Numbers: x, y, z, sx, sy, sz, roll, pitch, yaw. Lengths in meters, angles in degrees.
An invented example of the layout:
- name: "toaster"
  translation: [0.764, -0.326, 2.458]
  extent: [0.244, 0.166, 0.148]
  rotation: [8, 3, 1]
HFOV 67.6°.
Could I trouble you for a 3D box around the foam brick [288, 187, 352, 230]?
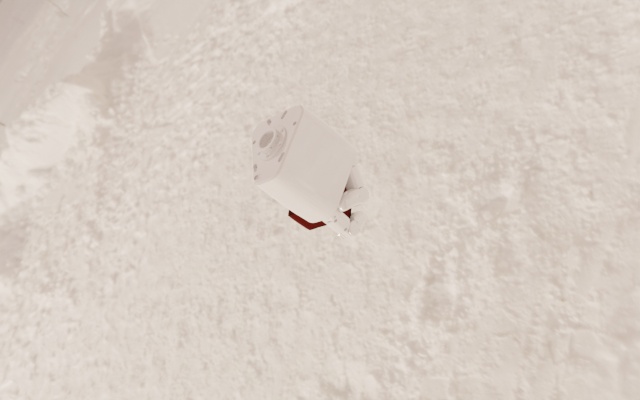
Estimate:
- name: "foam brick"
  translation: [0.000, 0.002, 0.681]
  extent: [0.078, 0.053, 0.051]
  rotation: [-18, -38, 37]
